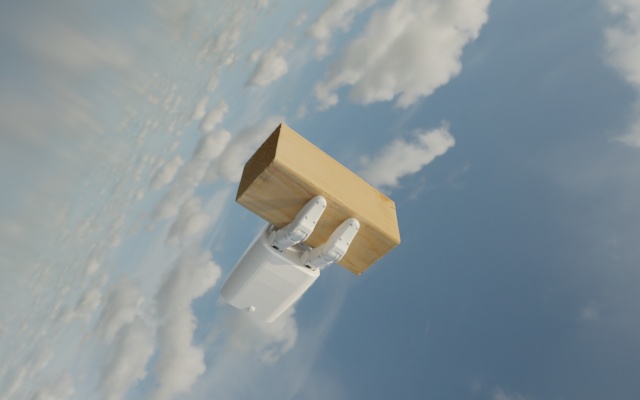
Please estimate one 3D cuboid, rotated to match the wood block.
[{"bbox_3d":[0.000,0.002,0.649,0.206,0.090,0.090,33,-59,-22],"label":"wood block"}]
